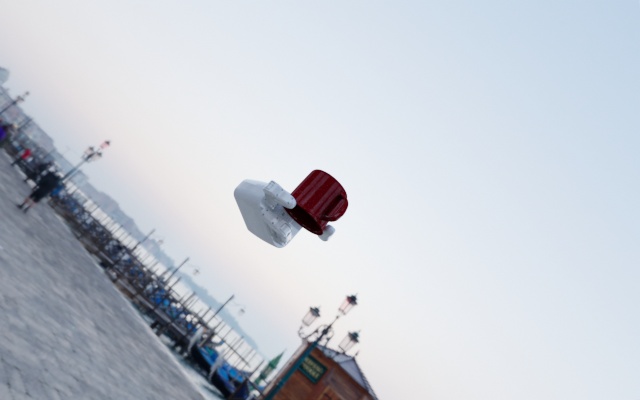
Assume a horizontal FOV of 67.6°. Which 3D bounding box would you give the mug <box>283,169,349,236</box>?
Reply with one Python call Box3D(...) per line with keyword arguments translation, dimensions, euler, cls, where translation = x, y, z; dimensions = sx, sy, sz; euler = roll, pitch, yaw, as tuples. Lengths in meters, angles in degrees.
Box3D(translation=(0.001, 0.003, 0.816), dimensions=(0.117, 0.081, 0.093), euler=(19, -29, 48), cls="mug")
